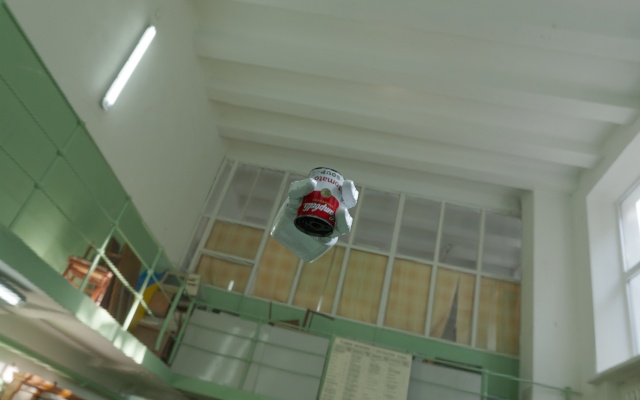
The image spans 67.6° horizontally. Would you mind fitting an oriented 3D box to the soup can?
[{"bbox_3d":[0.000,0.002,0.817,0.068,0.102,0.068,11,-31,7],"label":"soup can"}]
